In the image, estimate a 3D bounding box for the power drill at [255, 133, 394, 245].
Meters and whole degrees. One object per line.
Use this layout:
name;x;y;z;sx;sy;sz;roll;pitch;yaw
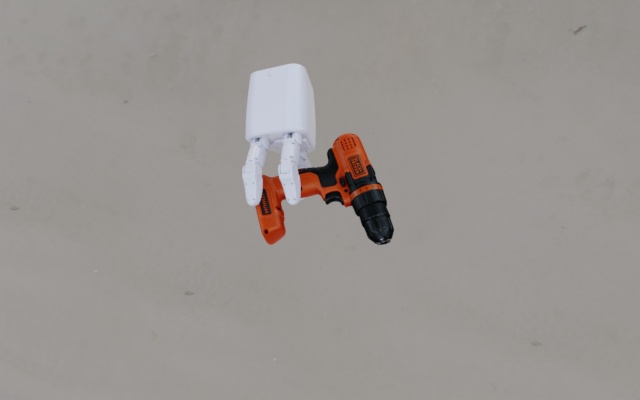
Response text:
power drill;0.000;0.002;0.709;0.187;0.184;0.057;-17;-27;-2
